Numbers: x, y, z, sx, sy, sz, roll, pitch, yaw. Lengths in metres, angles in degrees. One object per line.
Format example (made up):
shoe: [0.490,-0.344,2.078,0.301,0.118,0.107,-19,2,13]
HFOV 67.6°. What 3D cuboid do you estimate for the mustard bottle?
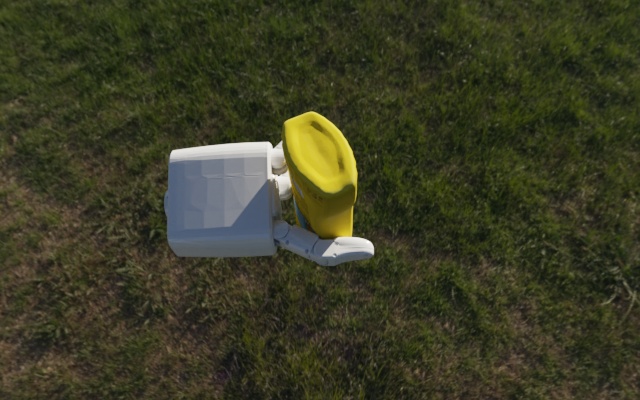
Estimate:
mustard bottle: [0.000,0.001,0.505,0.058,0.096,0.192,-25,-27,-12]
